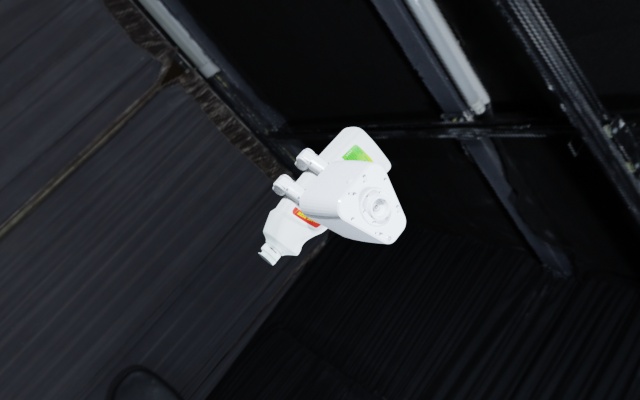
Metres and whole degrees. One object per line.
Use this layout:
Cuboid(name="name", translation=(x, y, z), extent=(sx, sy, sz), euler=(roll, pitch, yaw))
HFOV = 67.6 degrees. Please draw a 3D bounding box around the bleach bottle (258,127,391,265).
Cuboid(name="bleach bottle", translation=(0.000, 0.002, 0.756), extent=(0.102, 0.250, 0.068), euler=(47, -18, -23))
